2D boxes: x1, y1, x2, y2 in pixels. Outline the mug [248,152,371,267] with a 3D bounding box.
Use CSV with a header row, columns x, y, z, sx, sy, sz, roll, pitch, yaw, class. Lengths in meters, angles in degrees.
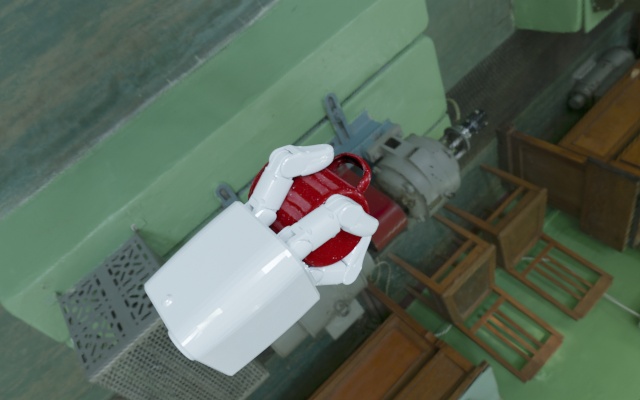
x,y,z,sx,sy,sz,roll,pitch,yaw,class
0.001,0.001,0.453,0.081,0.117,0.093,37,-15,43,mug
